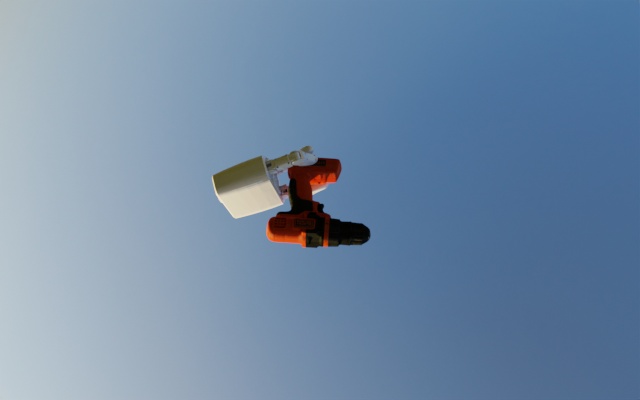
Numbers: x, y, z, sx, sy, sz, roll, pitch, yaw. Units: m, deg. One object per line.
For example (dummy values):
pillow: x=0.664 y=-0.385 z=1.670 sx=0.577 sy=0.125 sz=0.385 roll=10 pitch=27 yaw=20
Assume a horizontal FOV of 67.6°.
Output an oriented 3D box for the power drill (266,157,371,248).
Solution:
power drill: x=0.000 y=0.003 z=0.889 sx=0.184 sy=0.187 sz=0.057 roll=4 pitch=-41 yaw=-1
